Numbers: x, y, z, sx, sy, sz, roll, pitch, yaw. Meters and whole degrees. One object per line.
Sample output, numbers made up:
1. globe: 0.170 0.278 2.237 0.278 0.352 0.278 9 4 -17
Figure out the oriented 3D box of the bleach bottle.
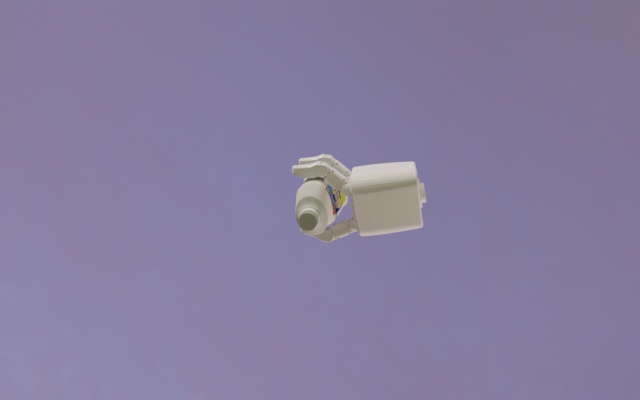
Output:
1. bleach bottle: 0.000 0.003 0.809 0.068 0.102 0.250 -7 16 10
